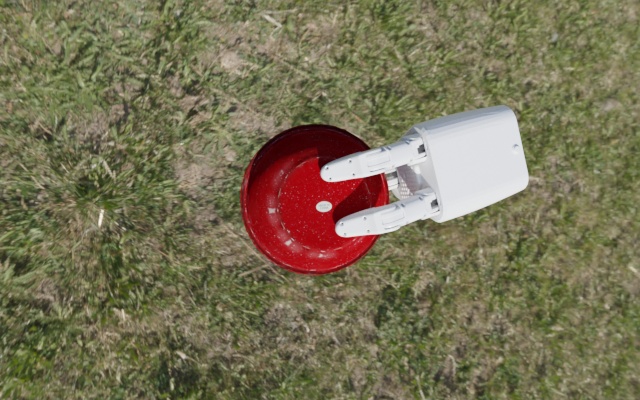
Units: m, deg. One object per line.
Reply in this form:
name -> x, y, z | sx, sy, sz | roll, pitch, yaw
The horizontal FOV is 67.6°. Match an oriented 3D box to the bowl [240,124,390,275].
bowl -> -0.001, 0.002, 0.483 | 0.162, 0.162, 0.055 | 0, 5, -9
